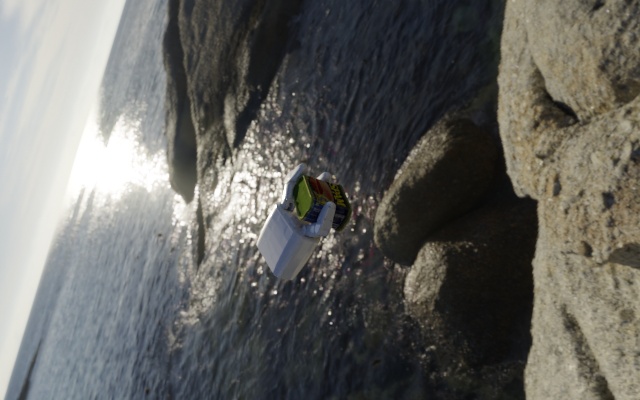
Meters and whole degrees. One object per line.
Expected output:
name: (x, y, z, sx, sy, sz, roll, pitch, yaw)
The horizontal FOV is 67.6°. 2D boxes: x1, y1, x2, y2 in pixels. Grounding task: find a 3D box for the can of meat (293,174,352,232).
can of meat: (0.000, 0.003, 0.881, 0.084, 0.057, 0.102, 17, 31, -27)
